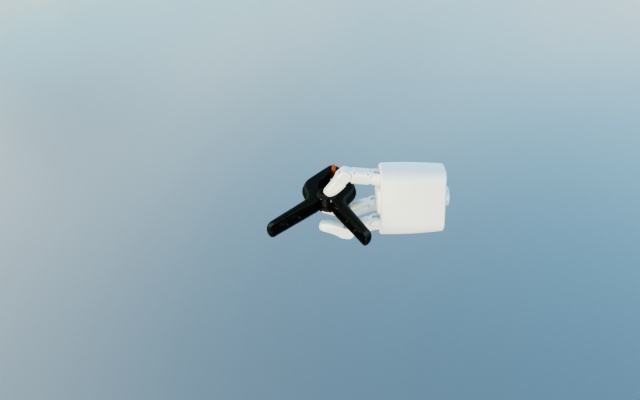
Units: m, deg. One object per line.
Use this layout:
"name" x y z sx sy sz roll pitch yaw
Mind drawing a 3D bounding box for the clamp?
"clamp" 0.000 0.002 0.814 0.164 0.036 0.209 2 35 2
